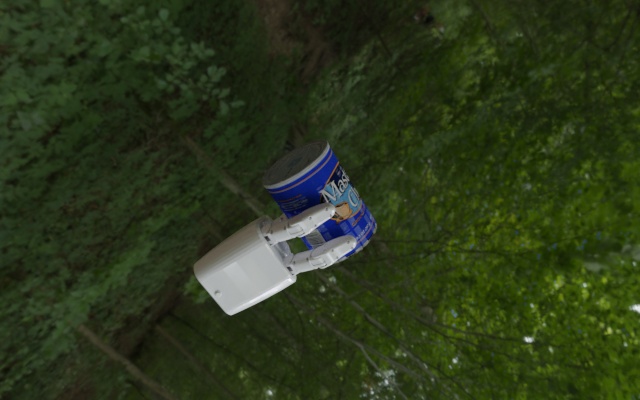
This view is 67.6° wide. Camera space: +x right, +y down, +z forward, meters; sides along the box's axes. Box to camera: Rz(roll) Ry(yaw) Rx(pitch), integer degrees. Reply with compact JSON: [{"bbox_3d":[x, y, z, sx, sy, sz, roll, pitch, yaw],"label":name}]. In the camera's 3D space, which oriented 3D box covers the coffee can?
[{"bbox_3d":[0.000,0.002,0.656,0.103,0.140,0.102,-28,22,13],"label":"coffee can"}]
